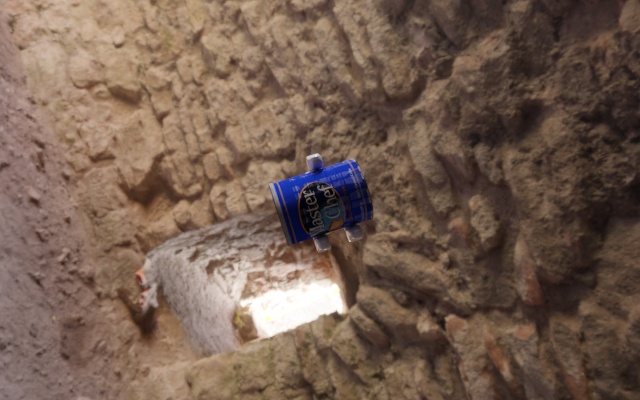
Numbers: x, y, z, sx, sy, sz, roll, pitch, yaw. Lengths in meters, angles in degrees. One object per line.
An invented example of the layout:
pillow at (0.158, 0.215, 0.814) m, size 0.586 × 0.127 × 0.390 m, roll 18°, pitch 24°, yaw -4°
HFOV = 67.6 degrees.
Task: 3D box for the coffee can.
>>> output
coffee can at (0.000, 0.002, 0.754) m, size 0.140 × 0.103 × 0.103 m, roll -18°, pitch 2°, yaw -6°
